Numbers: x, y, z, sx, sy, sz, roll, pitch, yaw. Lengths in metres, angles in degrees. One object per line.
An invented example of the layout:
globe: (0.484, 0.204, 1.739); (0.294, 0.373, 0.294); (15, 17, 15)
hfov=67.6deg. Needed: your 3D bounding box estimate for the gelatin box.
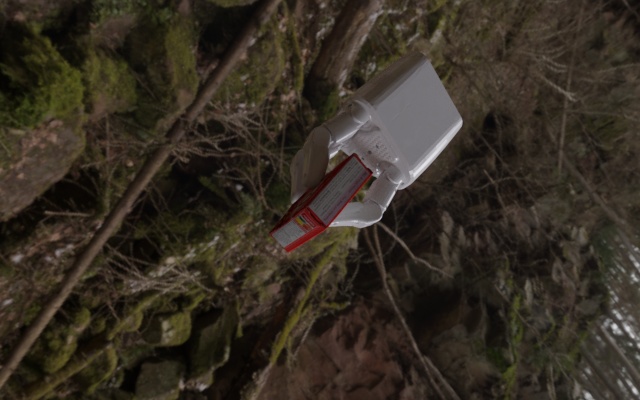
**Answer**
gelatin box: (0.000, 0.002, 0.451); (0.089, 0.030, 0.073); (-49, 9, -37)
